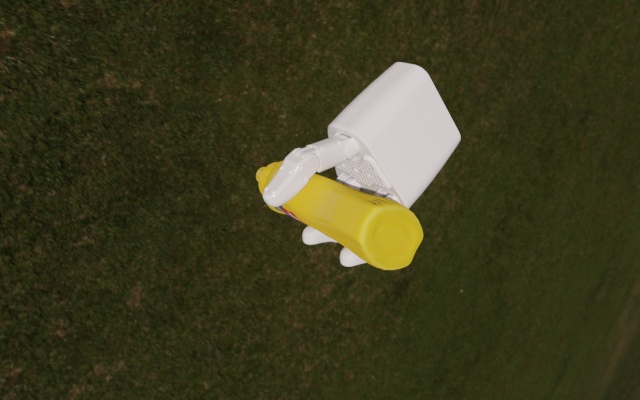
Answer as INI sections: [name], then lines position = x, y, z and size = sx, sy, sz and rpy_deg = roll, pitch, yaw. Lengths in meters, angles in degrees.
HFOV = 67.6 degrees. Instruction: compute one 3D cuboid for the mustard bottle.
[mustard bottle]
position = 0.000, 0.002, 0.467
size = 0.191, 0.058, 0.096
rpy_deg = 26, 1, 41
